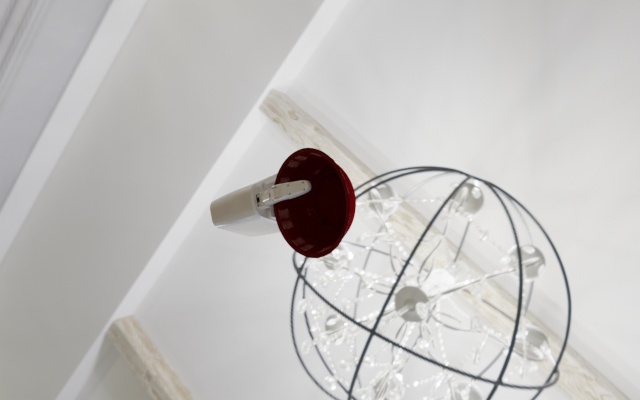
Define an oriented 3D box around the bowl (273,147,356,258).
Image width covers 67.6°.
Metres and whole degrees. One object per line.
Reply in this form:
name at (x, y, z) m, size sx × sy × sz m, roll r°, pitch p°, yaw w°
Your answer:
bowl at (0.001, 0.002, 0.712) m, size 0.055 × 0.162 × 0.162 m, roll -6°, pitch 4°, yaw -44°
